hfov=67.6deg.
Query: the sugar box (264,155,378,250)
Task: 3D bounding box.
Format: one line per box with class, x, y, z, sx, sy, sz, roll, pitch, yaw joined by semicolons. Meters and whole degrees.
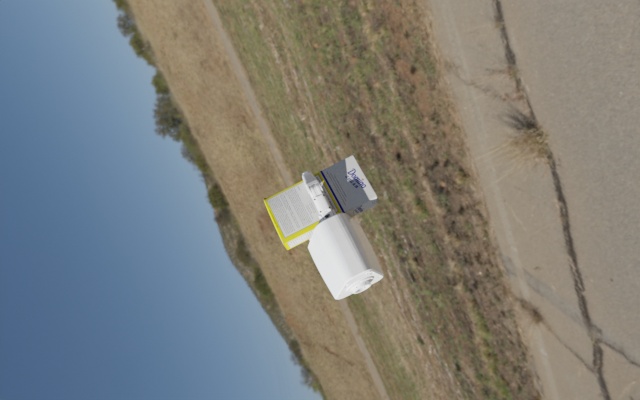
sugar box;0.000;0.003;0.820;0.176;0.093;0.048;-25;-23;-5
